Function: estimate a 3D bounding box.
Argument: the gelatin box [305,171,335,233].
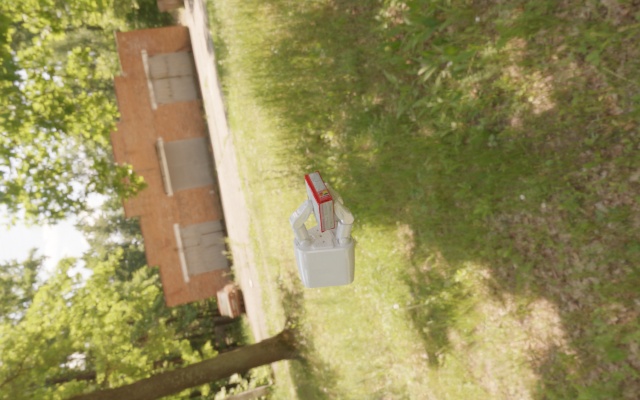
[{"bbox_3d":[0.000,0.003,0.866,0.030,0.073,0.089,-19,-38,-9],"label":"gelatin box"}]
